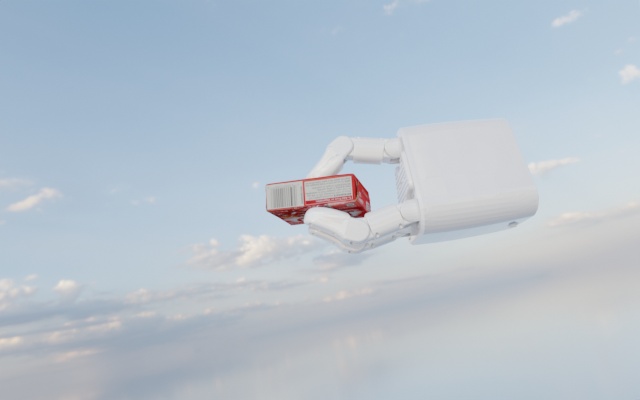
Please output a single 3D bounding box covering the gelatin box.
[{"bbox_3d":[0.000,0.001,0.468,0.089,0.030,0.073,-6,-15,14],"label":"gelatin box"}]
